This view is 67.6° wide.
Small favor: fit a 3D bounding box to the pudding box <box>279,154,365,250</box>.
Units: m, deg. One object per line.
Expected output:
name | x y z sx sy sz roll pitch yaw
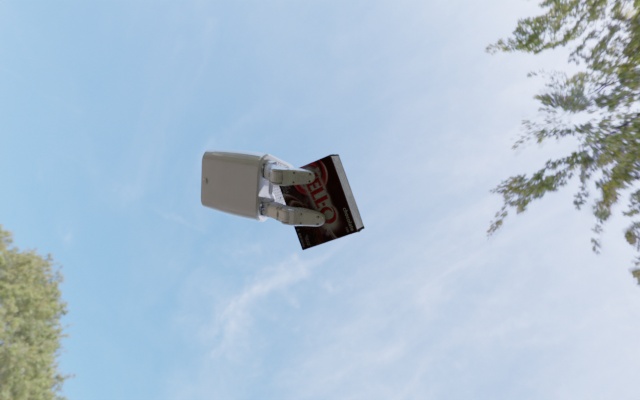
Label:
pudding box | 0.000 0.002 0.665 0.090 0.113 0.039 -21 0 26
